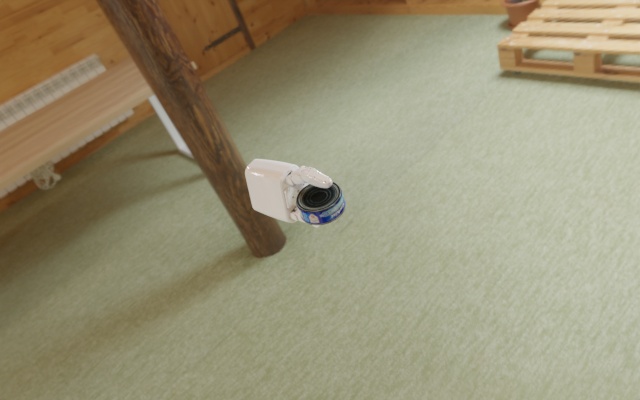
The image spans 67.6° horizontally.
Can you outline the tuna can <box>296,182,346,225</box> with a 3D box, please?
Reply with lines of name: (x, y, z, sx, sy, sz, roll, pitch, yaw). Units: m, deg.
tuna can: (0.000, 0.002, 0.854, 0.086, 0.034, 0.086, -11, 40, 9)
